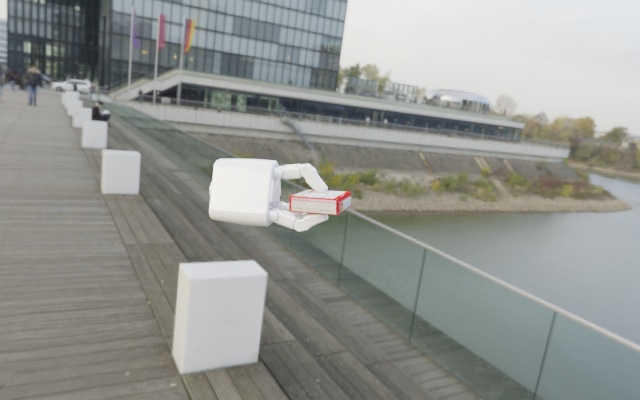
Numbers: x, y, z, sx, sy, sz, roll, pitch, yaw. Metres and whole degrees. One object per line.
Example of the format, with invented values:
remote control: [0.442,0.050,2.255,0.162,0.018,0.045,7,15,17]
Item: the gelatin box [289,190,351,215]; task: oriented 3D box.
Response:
gelatin box: [0.000,0.002,0.820,0.089,0.030,0.073,3,11,21]
